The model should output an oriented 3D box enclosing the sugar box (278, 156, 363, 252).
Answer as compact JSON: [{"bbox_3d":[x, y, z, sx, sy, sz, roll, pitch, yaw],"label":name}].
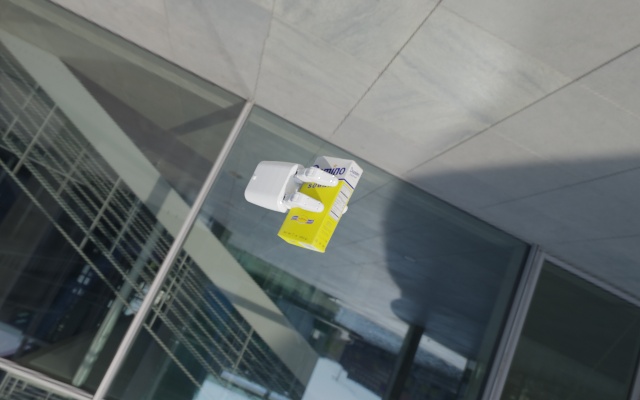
[{"bbox_3d":[0.000,0.003,0.886,0.093,0.176,0.048,12,-18,41],"label":"sugar box"}]
